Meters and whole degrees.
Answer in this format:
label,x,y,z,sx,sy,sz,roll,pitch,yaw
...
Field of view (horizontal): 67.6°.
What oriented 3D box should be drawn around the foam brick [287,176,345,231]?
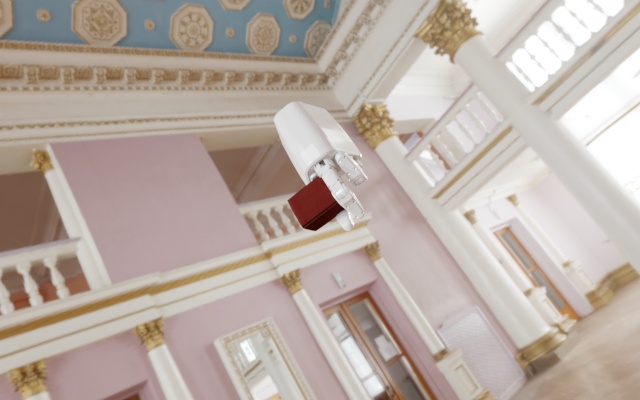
label,x,y,z,sx,sy,sz,roll,pitch,yaw
foam brick,0.000,0.003,0.717,0.078,0.051,0.053,-37,-20,10
